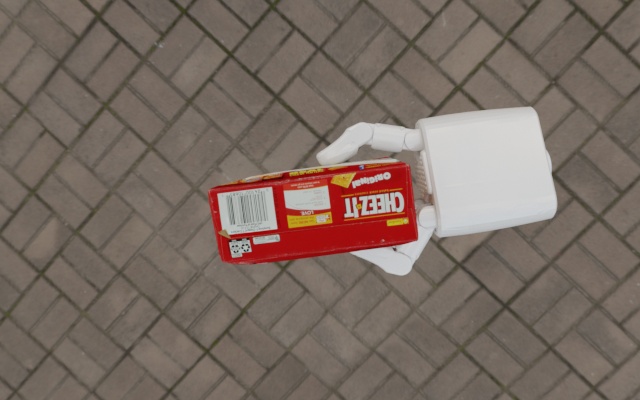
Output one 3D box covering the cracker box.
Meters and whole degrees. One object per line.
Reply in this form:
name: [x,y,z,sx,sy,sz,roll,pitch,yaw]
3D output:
cracker box: [0.000,0.001,0.481,0.164,0.072,0.213,-7,5,4]
